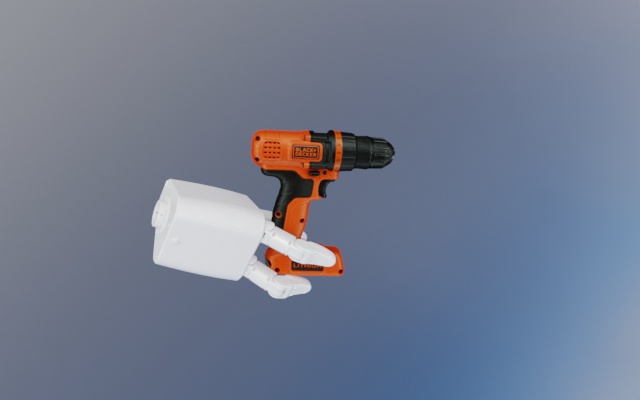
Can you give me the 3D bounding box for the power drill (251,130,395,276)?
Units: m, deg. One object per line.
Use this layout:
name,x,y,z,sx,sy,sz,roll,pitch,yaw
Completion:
power drill,0.000,0.002,0.622,0.184,0.188,0.057,2,10,-7
